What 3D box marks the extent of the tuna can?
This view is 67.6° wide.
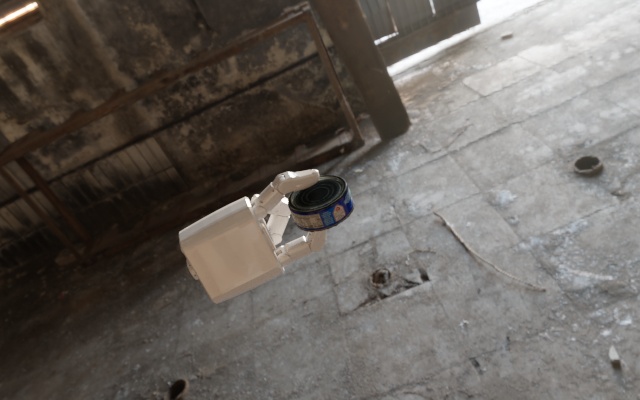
[{"bbox_3d":[0.000,0.002,0.640,0.086,0.034,0.086,-15,32,9],"label":"tuna can"}]
